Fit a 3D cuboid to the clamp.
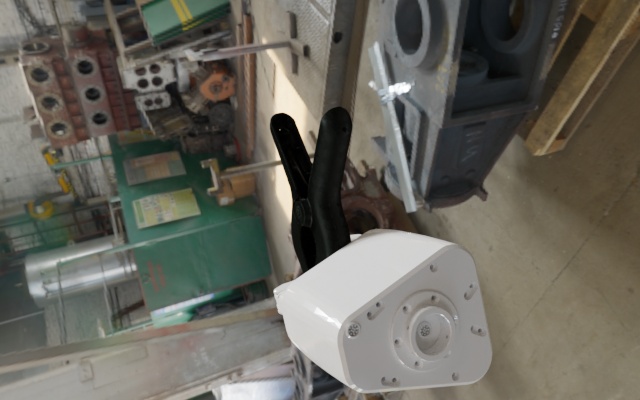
[{"bbox_3d":[-0.001,0.002,0.403,0.039,0.171,0.120,-14,5,-20],"label":"clamp"}]
